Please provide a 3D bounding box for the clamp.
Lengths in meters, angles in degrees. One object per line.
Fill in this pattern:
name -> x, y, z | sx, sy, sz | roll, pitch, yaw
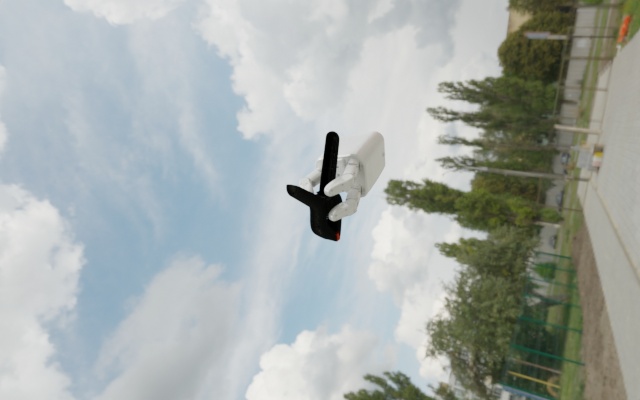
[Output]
clamp -> 0.000, 0.003, 0.861 | 0.036, 0.210, 0.164 | 13, 40, 28
